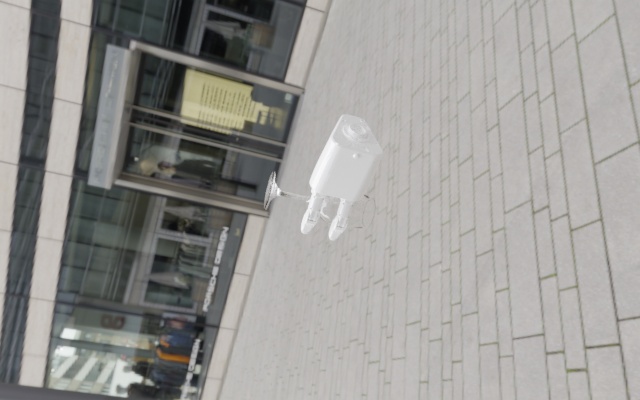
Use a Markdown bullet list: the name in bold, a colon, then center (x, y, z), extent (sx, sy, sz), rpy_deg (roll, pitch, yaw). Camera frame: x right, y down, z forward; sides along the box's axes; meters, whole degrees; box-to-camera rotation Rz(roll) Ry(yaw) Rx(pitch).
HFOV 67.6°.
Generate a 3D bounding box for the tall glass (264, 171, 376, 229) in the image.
- **tall glass**: center (-0.001, 0.003, 0.899), extent (0.201, 0.079, 0.079), rpy_deg (13, -3, -13)
